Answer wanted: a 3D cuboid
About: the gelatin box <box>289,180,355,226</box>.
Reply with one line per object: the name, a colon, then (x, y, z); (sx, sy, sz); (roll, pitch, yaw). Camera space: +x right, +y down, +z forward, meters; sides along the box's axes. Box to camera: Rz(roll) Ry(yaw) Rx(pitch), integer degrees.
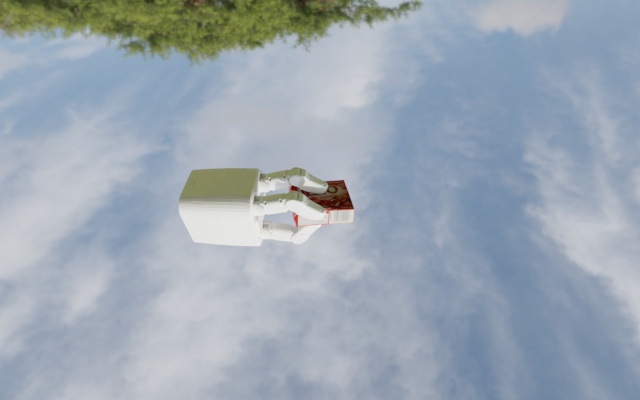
gelatin box: (0.000, 0.003, 0.719); (0.089, 0.030, 0.073); (-3, 39, -10)
